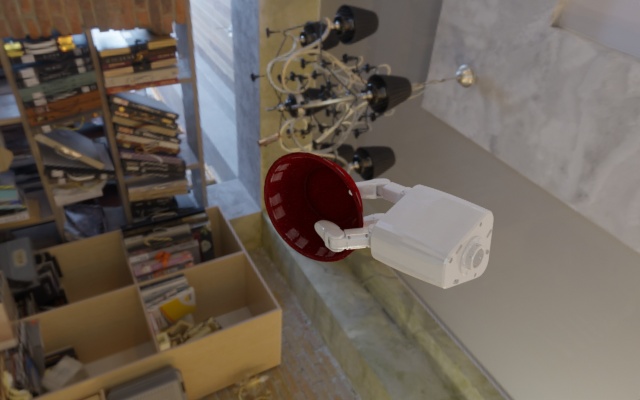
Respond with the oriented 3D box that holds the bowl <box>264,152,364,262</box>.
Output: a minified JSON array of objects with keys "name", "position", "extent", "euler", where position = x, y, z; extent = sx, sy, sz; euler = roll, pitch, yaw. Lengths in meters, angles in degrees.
[{"name":"bowl","position":[-0.001,0.001,0.664],"extent":[0.162,0.162,0.055],"euler":[0,23,35]}]
